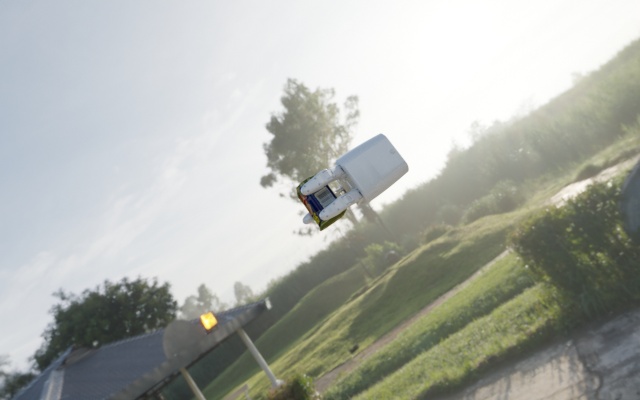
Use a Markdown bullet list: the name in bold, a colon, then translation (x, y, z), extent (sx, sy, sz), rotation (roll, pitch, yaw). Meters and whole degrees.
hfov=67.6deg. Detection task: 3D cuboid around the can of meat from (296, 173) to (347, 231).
- **can of meat**: translation (0.000, 0.003, 0.883), extent (0.057, 0.084, 0.102), rotation (-35, -8, -8)
